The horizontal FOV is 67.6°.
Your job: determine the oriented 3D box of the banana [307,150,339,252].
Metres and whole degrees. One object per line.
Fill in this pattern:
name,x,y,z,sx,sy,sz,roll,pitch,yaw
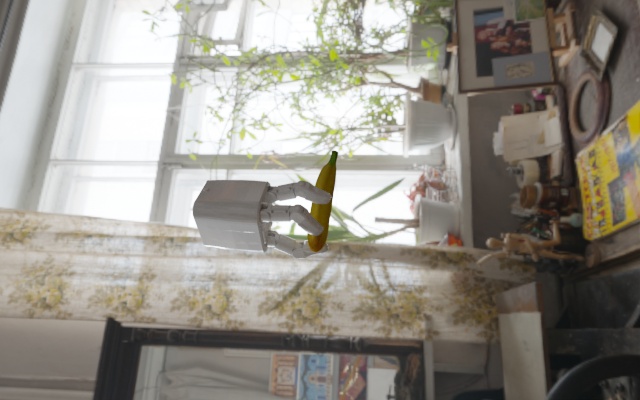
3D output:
banana,0.001,0.010,0.810,0.037,0.197,0.070,6,-32,4
